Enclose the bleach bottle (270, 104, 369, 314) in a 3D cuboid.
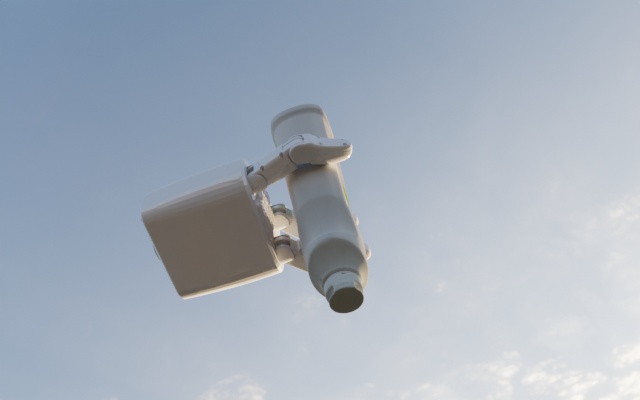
[{"bbox_3d":[0.000,0.002,0.467,0.068,0.103,0.250,-18,35,3],"label":"bleach bottle"}]
